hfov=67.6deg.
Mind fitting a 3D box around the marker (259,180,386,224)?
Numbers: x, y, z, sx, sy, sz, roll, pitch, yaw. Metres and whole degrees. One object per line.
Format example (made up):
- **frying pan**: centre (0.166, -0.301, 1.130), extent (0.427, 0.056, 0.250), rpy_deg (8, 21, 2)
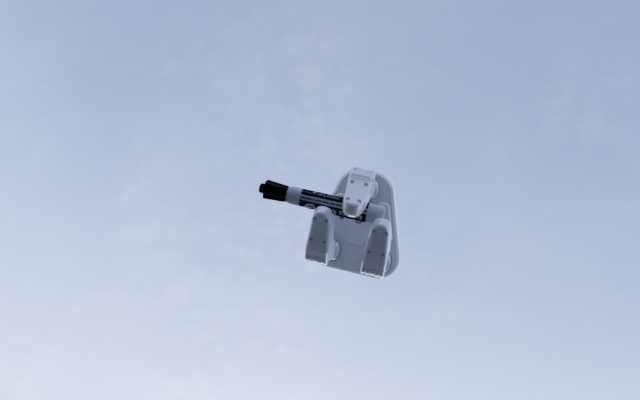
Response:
- **marker**: centre (0.000, 0.001, 0.448), extent (0.121, 0.020, 0.020), rpy_deg (13, 2, 10)
